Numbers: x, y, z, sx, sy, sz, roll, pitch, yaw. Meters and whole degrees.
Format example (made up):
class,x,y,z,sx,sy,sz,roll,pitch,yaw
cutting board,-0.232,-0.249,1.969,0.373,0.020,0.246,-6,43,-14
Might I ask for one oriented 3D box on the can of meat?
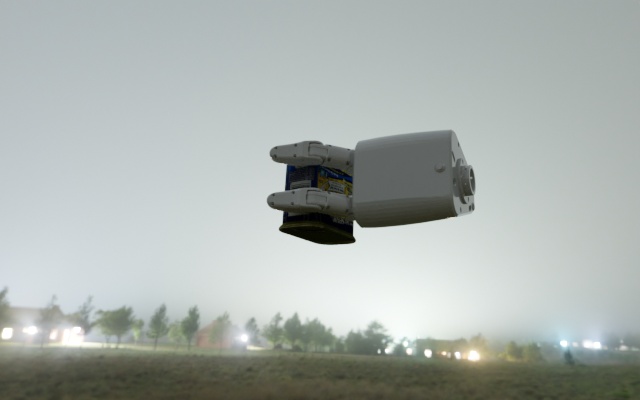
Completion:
class,x,y,z,sx,sy,sz,roll,pitch,yaw
can of meat,0.000,0.002,0.562,0.057,0.084,0.102,-7,-19,33
